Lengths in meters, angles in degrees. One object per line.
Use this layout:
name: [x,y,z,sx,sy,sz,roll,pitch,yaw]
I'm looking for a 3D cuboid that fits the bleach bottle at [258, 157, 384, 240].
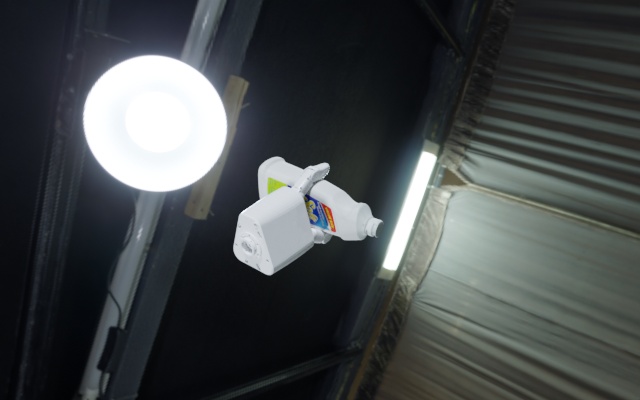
bleach bottle: [0.000,0.003,0.864,0.251,0.103,0.068,21,36,32]
